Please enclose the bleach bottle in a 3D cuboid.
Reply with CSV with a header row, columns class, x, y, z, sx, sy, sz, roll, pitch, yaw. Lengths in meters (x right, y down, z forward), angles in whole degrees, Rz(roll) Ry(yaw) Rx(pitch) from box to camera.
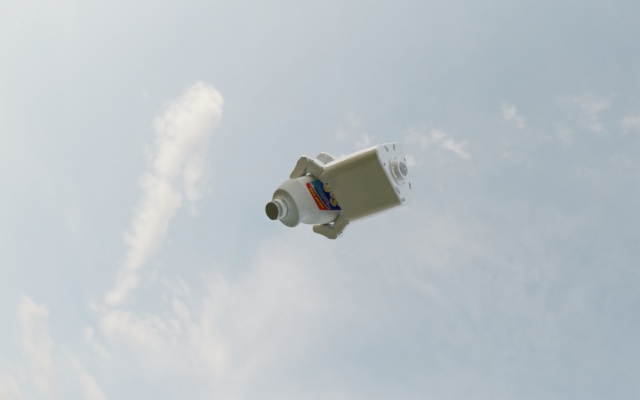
class,x,y,z,sx,sy,sz,roll,pitch,yaw
bleach bottle,0.000,0.003,0.831,0.068,0.102,0.251,-19,-2,37
